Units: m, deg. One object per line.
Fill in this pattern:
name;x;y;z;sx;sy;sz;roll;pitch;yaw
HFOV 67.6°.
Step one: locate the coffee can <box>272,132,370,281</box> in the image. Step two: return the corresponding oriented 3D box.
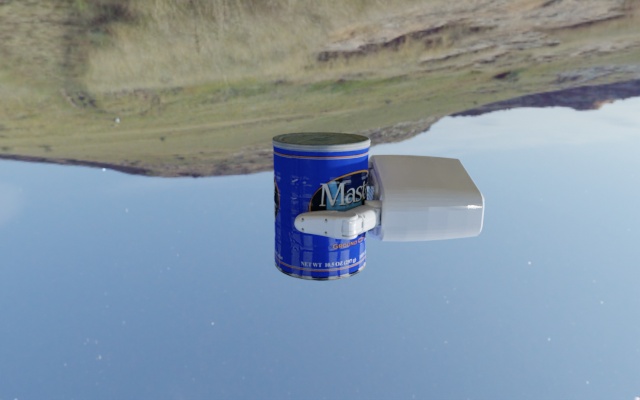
coffee can;0.000;0.002;0.518;0.103;0.140;0.102;1;15;0
